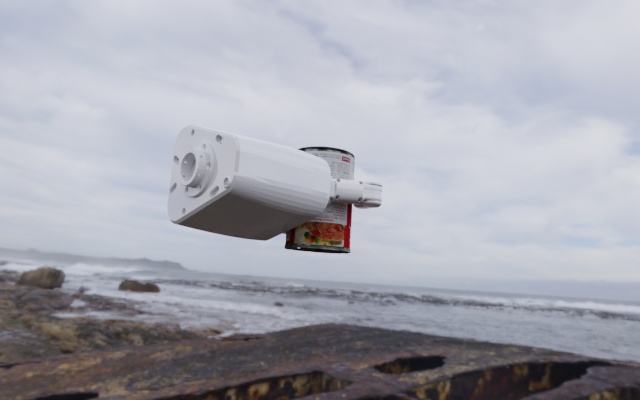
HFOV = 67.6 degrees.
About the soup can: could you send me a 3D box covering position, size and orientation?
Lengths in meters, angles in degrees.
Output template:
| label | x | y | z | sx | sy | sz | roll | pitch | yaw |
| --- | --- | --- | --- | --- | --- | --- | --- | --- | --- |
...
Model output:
| label | x | y | z | sx | sy | sz | roll | pitch | yaw |
| --- | --- | --- | --- | --- | --- | --- | --- | --- | --- |
| soup can | 0.001 | 0.001 | 0.497 | 0.068 | 0.102 | 0.068 | 4 | -9 | 1 |
